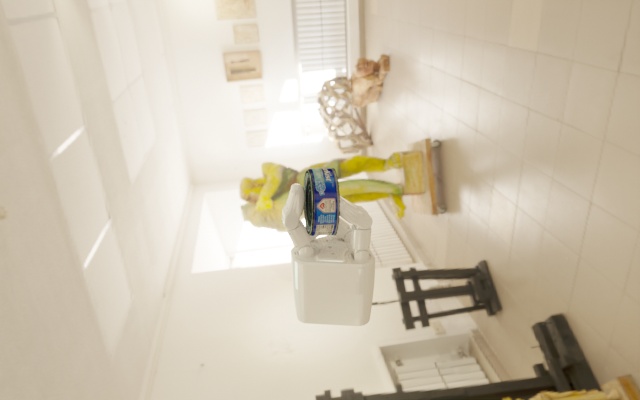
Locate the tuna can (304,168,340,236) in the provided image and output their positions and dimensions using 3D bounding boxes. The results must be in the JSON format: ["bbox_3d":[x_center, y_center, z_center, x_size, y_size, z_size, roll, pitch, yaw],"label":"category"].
[{"bbox_3d":[0.000,0.002,0.600,0.034,0.086,0.086,-1,0,-9],"label":"tuna can"}]
